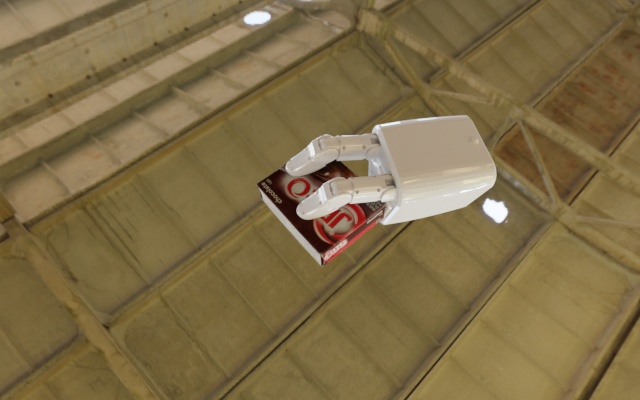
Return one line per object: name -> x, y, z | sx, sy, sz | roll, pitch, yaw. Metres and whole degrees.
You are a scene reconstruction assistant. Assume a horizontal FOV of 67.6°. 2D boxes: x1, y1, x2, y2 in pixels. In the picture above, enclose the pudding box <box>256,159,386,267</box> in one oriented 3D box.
pudding box -> 0.000, 0.002, 0.517 | 0.090, 0.113, 0.039 | -36, -26, -19
